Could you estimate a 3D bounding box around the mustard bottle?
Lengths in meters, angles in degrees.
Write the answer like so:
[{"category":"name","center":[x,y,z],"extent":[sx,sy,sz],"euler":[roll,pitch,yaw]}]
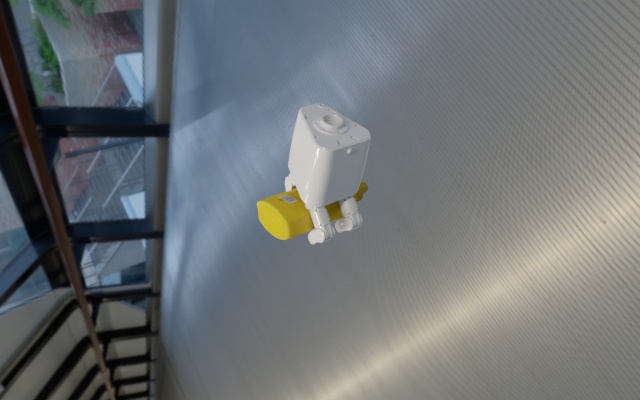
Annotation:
[{"category":"mustard bottle","center":[0.000,0.003,0.781],"extent":[0.191,0.058,0.096],"euler":[-20,27,-30]}]
